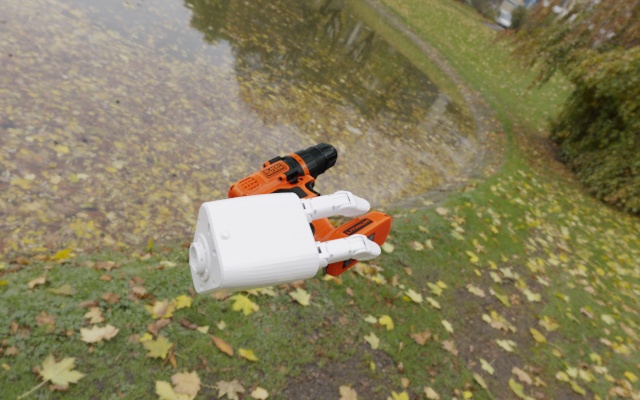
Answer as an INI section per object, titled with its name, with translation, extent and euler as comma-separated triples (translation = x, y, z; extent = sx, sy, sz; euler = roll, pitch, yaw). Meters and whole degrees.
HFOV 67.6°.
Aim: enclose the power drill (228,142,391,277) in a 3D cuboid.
[power drill]
translation = 0.000, 0.002, 0.634
extent = 0.184, 0.057, 0.187
euler = -31, 54, -32
